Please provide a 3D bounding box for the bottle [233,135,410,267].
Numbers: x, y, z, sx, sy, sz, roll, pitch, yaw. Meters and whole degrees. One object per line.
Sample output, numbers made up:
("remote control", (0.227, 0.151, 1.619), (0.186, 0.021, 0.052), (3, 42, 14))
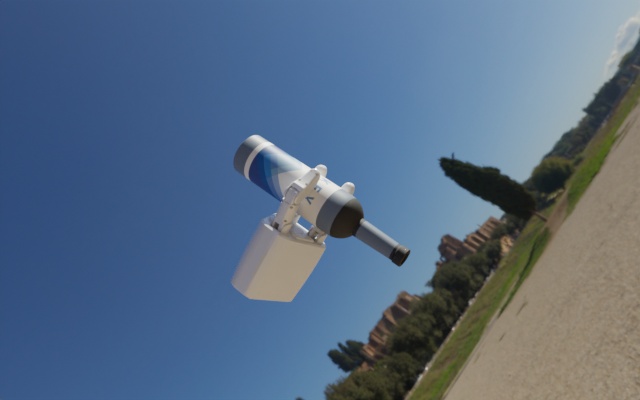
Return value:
("bottle", (0.000, 0.002, 0.695), (0.295, 0.069, 0.069), (34, 14, 22))
